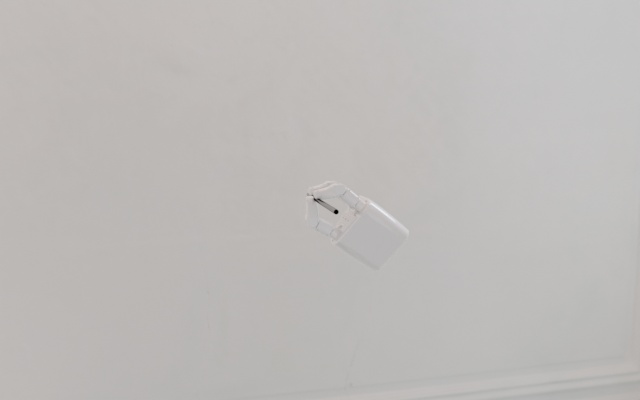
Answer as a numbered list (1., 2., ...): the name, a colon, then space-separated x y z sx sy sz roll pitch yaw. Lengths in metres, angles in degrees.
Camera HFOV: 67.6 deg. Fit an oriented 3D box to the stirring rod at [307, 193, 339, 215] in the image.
1. stirring rod: 0.000 0.003 0.850 0.011 0.011 0.239 0 7 -12
